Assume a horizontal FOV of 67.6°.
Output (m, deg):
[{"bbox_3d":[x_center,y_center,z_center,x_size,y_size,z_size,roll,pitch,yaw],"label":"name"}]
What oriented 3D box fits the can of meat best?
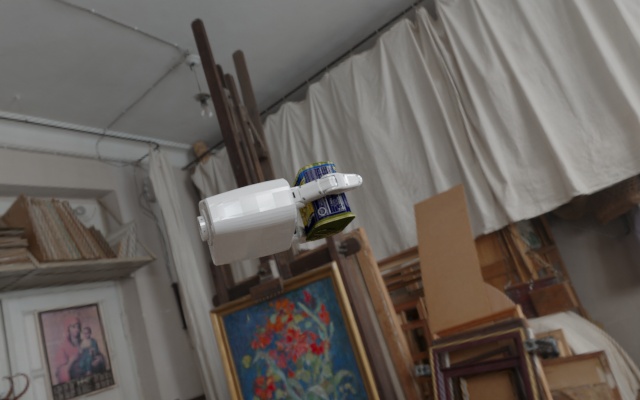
[{"bbox_3d":[0.000,0.002,0.665,0.057,0.084,0.102,-15,-15,-17],"label":"can of meat"}]
